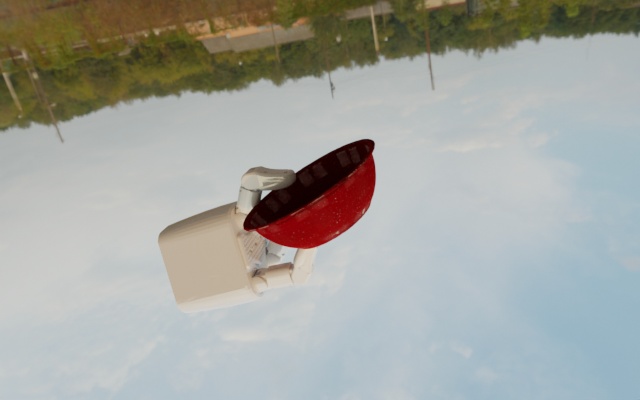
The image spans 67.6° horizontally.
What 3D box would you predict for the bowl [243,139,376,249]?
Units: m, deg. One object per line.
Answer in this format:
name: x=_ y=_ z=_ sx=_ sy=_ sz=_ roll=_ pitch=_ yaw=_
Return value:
bowl: x=0.001 y=0.002 z=0.501 sx=0.162 sy=0.055 sz=0.162 roll=-32 pitch=15 yaw=9
